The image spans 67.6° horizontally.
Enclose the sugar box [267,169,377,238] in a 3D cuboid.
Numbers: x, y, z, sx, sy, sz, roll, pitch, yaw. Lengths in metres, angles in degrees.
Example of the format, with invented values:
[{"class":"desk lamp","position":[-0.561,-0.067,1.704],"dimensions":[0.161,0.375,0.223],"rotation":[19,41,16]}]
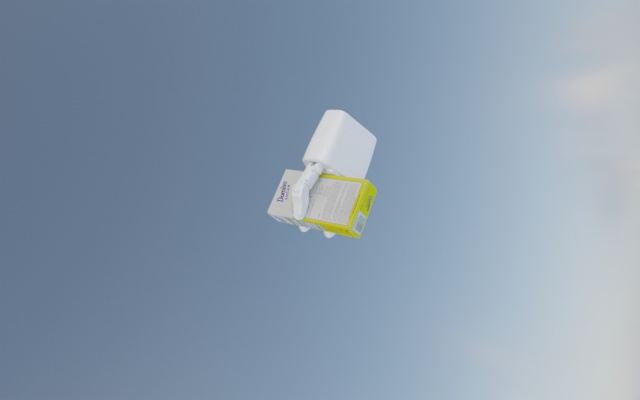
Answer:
[{"class":"sugar box","position":[0.001,0.003,0.824],"dimensions":[0.176,0.093,0.048],"rotation":[9,-21,38]}]
